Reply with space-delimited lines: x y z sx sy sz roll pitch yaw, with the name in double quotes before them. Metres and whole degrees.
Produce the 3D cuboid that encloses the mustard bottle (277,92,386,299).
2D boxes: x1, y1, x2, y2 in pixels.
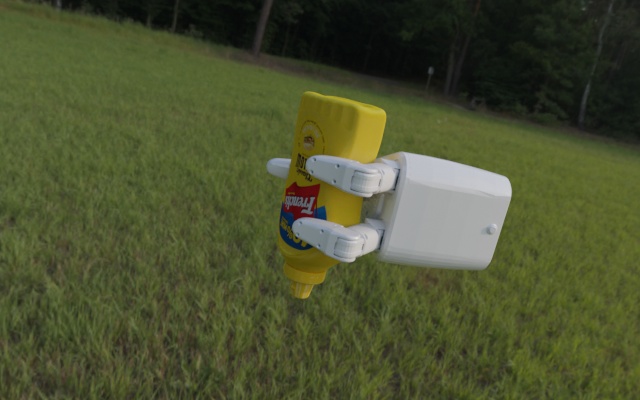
"mustard bottle" 0.000 0.001 0.443 0.058 0.192 0.096 2 17 -36
